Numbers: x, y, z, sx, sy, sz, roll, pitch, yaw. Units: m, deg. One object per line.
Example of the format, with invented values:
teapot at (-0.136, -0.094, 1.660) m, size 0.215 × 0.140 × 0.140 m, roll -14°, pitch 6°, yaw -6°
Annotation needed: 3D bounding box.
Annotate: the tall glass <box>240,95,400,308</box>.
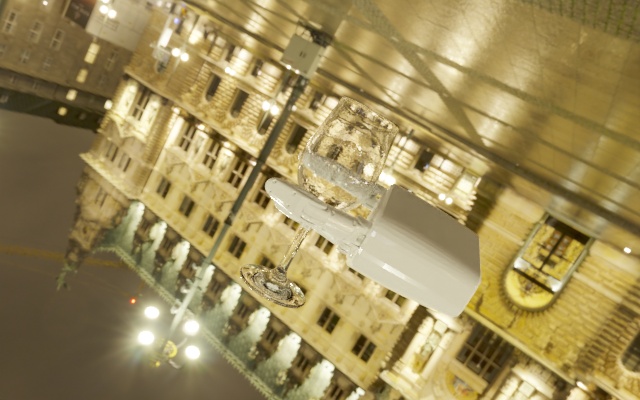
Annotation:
tall glass at (0.000, 0.002, 0.466) m, size 0.079 × 0.201 × 0.079 m, roll 28°, pitch 10°, yaw -6°
